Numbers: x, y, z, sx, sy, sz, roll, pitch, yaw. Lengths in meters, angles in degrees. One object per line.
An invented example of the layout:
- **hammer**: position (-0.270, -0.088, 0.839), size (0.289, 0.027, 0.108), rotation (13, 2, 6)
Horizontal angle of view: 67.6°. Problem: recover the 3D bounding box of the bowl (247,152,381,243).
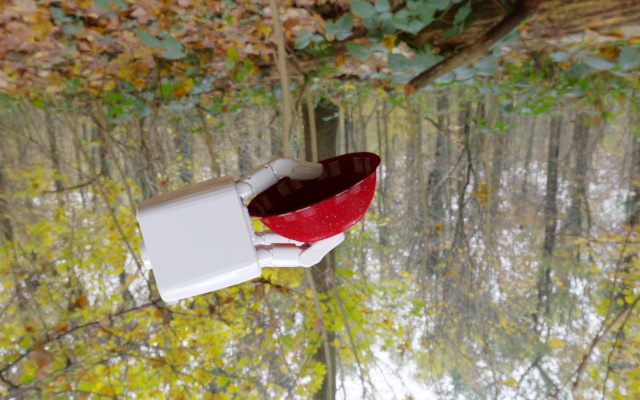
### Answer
- **bowl**: position (0.001, 0.002, 0.546), size (0.162, 0.055, 0.162), rotation (-21, 18, 7)
